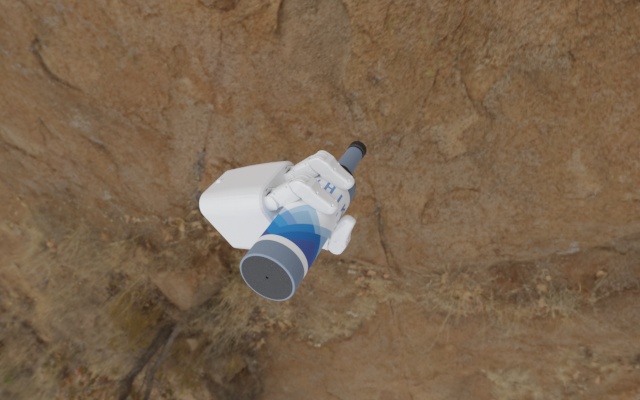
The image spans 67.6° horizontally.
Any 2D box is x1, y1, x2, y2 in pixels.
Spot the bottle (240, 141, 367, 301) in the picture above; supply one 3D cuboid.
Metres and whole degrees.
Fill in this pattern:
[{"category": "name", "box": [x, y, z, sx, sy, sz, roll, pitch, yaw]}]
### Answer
[{"category": "bottle", "box": [0.000, 0.002, 0.616, 0.069, 0.069, 0.295, 0, 33, 28]}]
